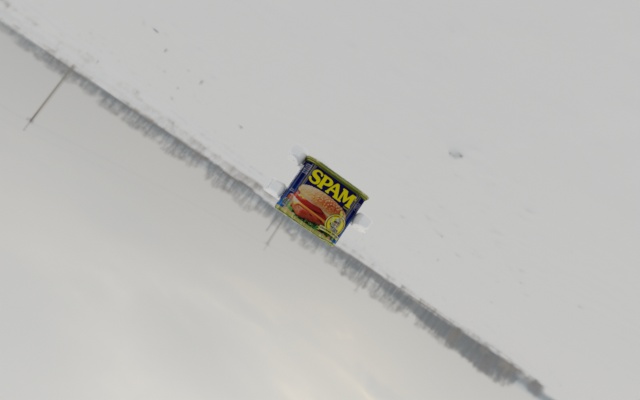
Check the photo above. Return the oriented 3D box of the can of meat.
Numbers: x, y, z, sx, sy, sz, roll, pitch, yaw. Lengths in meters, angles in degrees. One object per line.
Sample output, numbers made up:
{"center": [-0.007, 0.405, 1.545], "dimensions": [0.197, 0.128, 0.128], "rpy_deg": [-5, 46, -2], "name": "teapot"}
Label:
{"center": [0.000, 0.002, 0.650], "dimensions": [0.102, 0.084, 0.057], "rpy_deg": [35, -4, -8], "name": "can of meat"}
